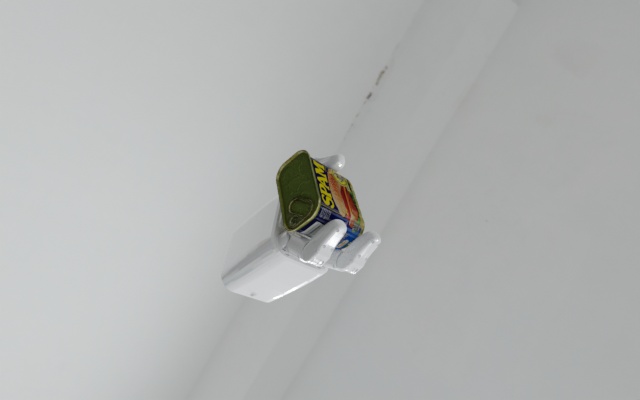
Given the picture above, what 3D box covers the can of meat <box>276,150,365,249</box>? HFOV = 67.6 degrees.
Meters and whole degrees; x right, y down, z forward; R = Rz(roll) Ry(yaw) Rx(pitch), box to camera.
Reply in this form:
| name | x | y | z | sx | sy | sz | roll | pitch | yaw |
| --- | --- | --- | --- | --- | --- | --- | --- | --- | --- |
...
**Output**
| name | x | y | z | sx | sy | sz | roll | pitch | yaw |
| --- | --- | --- | --- | --- | --- | --- | --- | --- | --- |
| can of meat | 0.000 | 0.002 | 0.571 | 0.057 | 0.102 | 0.084 | -38 | -45 | 27 |
